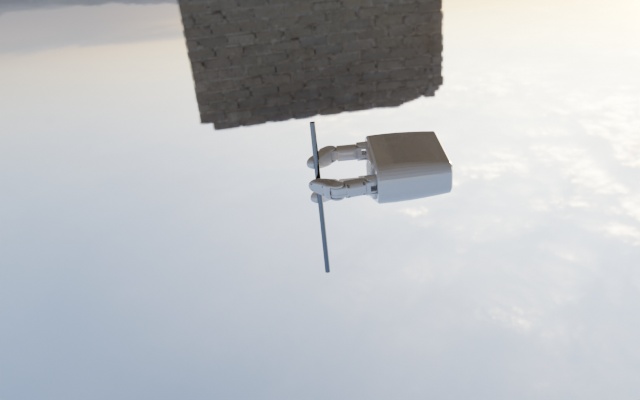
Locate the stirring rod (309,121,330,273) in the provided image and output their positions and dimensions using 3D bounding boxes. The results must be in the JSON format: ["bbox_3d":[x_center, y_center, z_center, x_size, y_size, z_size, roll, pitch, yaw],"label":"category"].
[{"bbox_3d":[0.000,0.002,0.702,0.011,0.240,0.011,-5,24,2],"label":"stirring rod"}]
